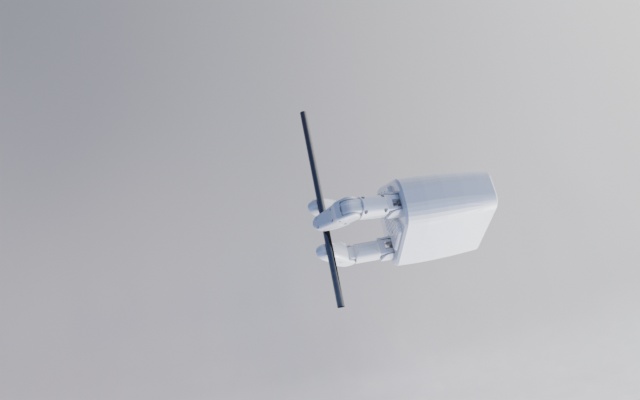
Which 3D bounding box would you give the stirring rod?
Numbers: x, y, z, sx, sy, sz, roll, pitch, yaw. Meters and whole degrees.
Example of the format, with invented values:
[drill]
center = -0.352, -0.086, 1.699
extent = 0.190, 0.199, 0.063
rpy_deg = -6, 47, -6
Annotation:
[stirring rod]
center = 0.000, 0.002, 0.543
extent = 0.011, 0.239, 0.011
rpy_deg = -10, -22, -4
